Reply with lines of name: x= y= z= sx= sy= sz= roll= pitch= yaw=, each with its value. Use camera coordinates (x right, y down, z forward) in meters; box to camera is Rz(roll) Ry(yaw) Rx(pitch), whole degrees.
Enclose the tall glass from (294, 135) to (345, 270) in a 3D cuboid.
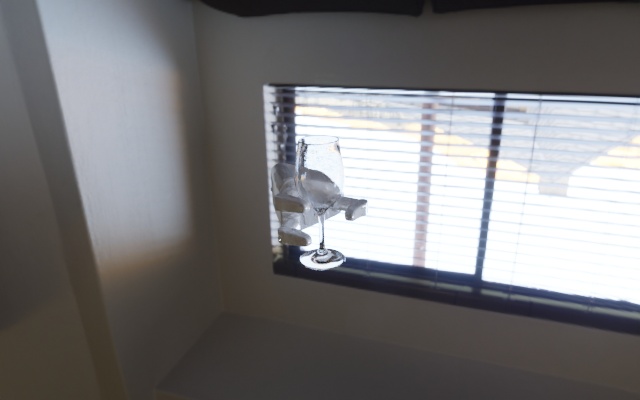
tall glass: x=0.000 y=0.003 z=0.744 sx=0.079 sy=0.201 sz=0.079 roll=-2 pitch=21 yaw=1
